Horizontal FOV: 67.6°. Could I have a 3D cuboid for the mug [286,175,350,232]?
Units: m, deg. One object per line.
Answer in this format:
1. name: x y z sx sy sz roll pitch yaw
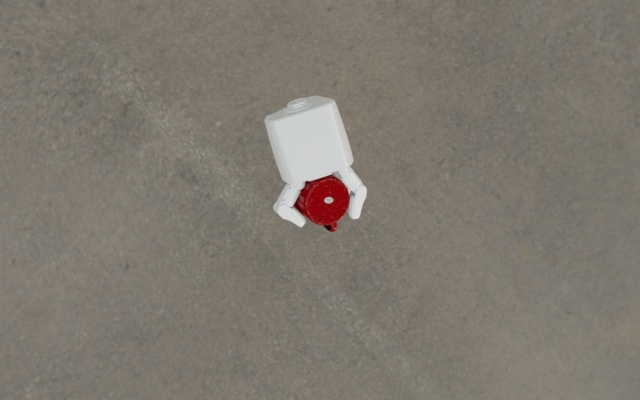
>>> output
1. mug: 0.001 0.004 0.803 0.093 0.117 0.081 -26 25 -16
